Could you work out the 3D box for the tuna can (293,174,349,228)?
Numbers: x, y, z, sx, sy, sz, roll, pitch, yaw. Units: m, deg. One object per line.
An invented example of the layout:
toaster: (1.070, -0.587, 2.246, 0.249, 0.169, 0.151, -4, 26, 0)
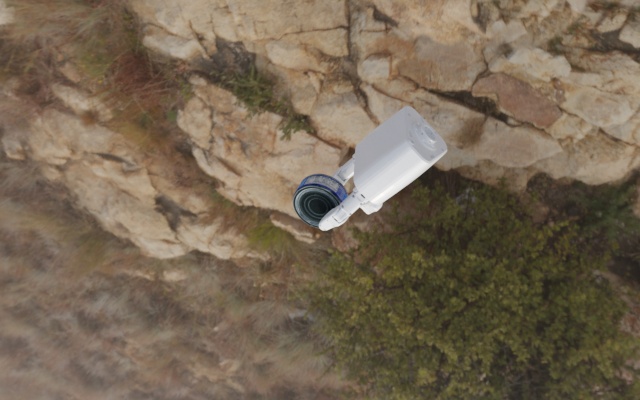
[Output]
tuna can: (0.000, 0.003, 0.755, 0.086, 0.086, 0.033, 0, 35, 22)
